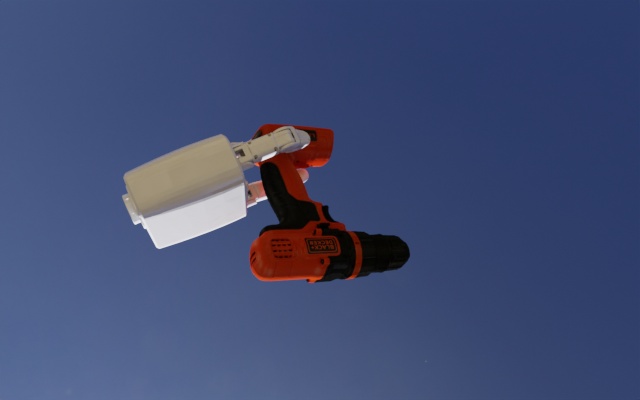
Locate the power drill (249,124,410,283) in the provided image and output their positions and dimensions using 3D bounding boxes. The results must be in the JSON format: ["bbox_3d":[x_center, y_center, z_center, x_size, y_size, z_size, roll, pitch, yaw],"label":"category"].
[{"bbox_3d":[0.000,0.001,0.541,0.184,0.187,0.057,1,-36,-28],"label":"power drill"}]
